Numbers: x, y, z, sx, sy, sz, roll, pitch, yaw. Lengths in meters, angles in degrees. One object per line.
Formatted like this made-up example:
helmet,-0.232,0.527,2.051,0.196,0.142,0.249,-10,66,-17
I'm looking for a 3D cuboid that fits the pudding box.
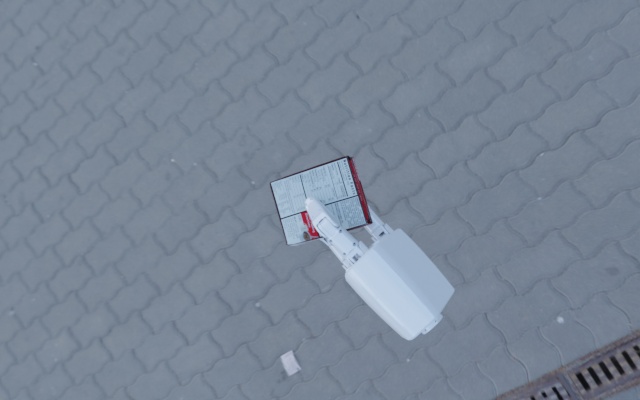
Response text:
pudding box,0.000,0.002,0.607,0.113,0.090,0.039,-17,-5,15
